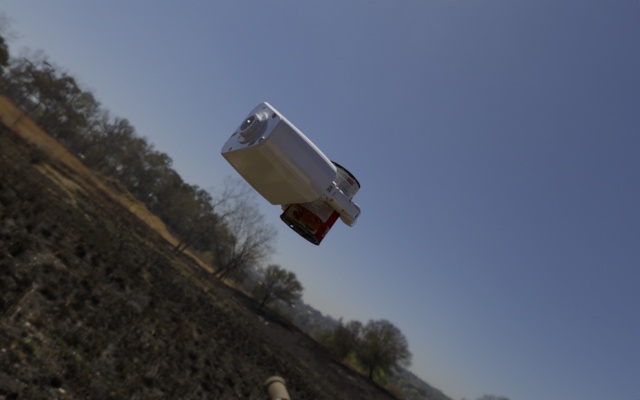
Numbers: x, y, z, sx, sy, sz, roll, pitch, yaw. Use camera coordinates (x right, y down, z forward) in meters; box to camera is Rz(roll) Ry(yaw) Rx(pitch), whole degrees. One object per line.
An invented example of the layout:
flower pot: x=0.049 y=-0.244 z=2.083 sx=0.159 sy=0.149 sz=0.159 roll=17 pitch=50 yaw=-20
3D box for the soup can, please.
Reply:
soup can: x=0.001 y=0.002 z=0.664 sx=0.068 sy=0.102 sz=0.068 roll=35 pitch=-13 yaw=9
